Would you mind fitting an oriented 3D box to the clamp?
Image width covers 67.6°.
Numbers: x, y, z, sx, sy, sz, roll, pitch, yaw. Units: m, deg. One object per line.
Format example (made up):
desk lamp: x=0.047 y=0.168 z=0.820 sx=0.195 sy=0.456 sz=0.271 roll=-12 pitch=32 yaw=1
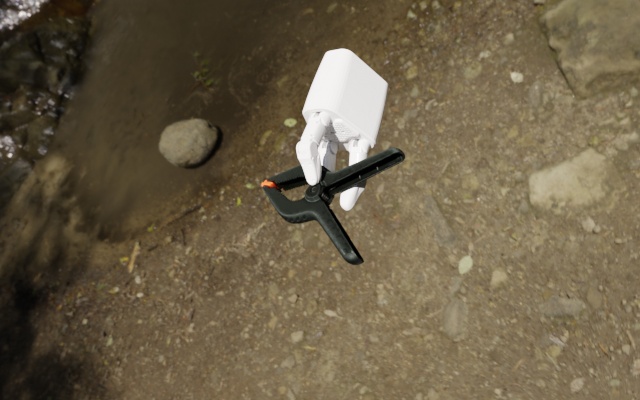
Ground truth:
clamp: x=-0.001 y=0.001 z=0.648 sx=0.210 sy=0.164 sz=0.036 roll=2 pitch=-28 yaw=34
